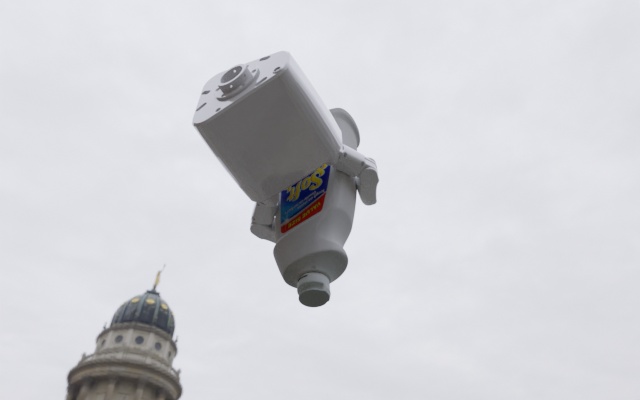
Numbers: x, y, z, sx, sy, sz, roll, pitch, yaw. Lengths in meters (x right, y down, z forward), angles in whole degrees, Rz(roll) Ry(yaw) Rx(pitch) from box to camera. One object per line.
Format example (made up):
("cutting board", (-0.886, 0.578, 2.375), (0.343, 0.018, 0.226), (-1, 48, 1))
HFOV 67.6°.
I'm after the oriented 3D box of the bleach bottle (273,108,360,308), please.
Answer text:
("bleach bottle", (0.000, 0.002, 0.524), (0.102, 0.250, 0.068), (-20, -50, 17))
